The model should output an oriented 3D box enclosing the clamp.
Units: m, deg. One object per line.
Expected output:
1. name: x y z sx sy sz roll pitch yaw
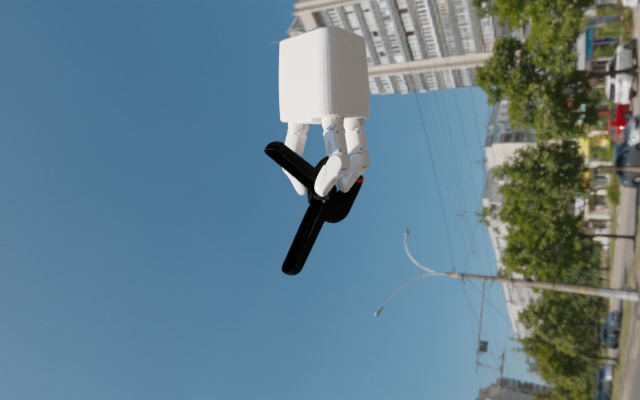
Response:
1. clamp: 0.000 0.002 0.645 0.036 0.164 0.210 1 7 32
